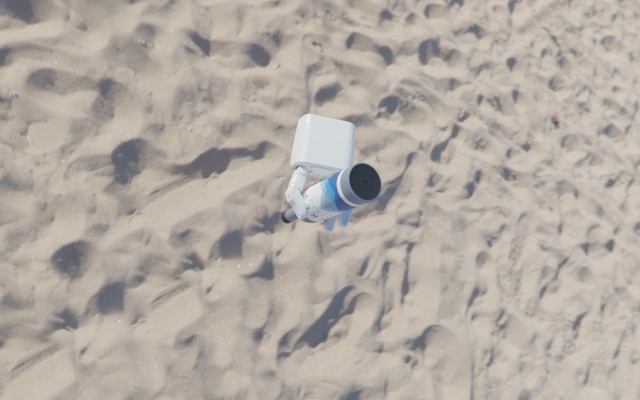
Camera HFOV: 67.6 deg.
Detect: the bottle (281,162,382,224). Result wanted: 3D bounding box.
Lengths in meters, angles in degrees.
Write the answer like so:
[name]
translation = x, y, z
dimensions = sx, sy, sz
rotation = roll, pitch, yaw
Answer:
[bottle]
translation = 0.000, 0.003, 0.893
dimensions = 0.069, 0.069, 0.296
rotation = 0, -13, -30
